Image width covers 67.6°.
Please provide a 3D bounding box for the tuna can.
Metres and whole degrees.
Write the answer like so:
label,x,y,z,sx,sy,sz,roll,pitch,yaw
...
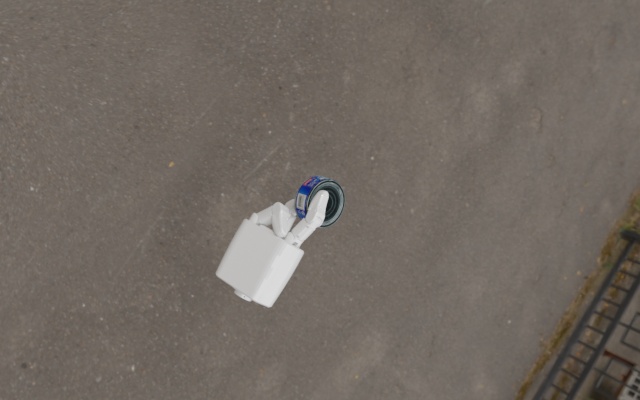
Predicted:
label,x,y,z,sx,sy,sz,roll,pitch,yaw
tuna can,0.001,0.003,0.804,0.086,0.086,0.033,0,12,-40
